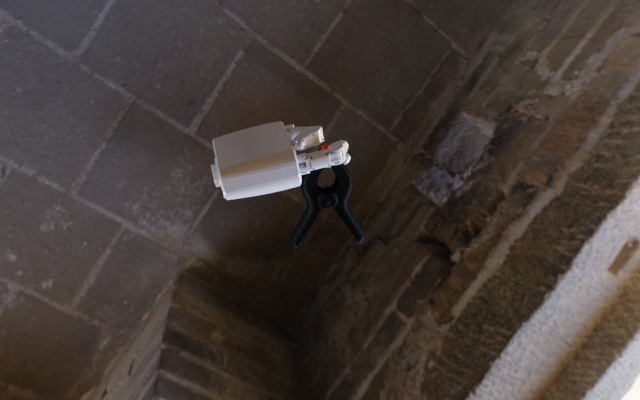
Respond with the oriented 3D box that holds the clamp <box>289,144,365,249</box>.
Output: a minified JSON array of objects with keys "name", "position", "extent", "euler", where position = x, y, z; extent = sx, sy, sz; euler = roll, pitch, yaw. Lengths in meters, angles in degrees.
[{"name":"clamp","position":[0.000,0.002,0.735],"extent":[0.120,0.171,0.039],"euler":[-15,23,-9]}]
